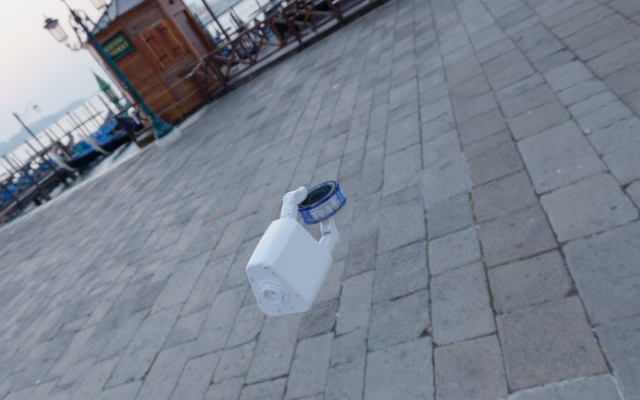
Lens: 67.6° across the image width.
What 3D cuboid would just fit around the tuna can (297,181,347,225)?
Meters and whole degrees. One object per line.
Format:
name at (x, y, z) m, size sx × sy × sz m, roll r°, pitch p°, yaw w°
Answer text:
tuna can at (0.000, 0.002, 0.819) m, size 0.086 × 0.034 × 0.086 m, roll -27°, pitch 20°, yaw 11°
